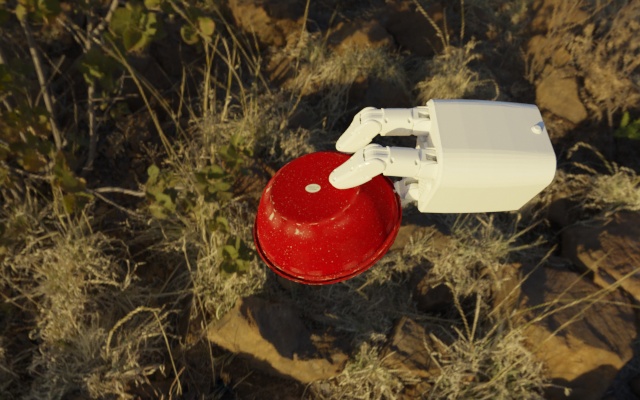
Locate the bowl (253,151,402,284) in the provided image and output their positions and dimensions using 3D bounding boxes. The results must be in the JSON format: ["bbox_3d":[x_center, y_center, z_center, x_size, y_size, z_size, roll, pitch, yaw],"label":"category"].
[{"bbox_3d":[-0.001,0.002,0.489,0.162,0.162,0.055,0,-36,16],"label":"bowl"}]
